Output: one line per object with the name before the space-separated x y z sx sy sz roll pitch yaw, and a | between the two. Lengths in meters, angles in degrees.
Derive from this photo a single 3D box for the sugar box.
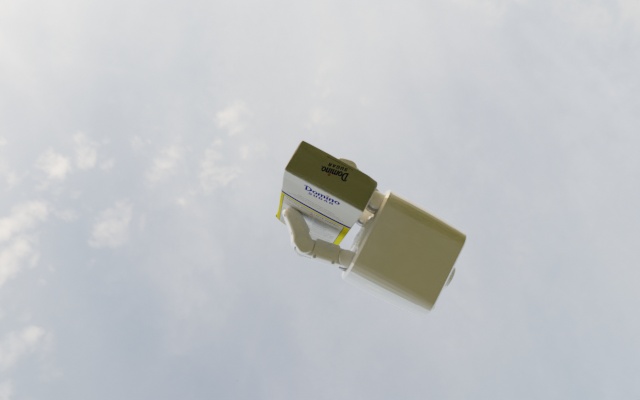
sugar box | 0.000 0.001 0.562 0.093 0.048 0.176 29 -23 1
